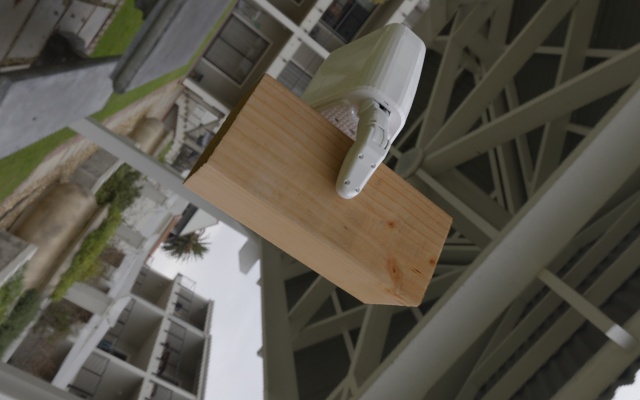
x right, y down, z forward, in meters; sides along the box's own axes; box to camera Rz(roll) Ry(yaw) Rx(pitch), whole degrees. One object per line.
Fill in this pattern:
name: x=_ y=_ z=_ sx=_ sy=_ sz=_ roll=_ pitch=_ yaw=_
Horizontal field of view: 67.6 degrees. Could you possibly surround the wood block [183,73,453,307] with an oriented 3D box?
wood block: x=0.000 y=0.001 z=0.413 sx=0.206 sy=0.090 sz=0.091 roll=35 pitch=-23 yaw=-17
